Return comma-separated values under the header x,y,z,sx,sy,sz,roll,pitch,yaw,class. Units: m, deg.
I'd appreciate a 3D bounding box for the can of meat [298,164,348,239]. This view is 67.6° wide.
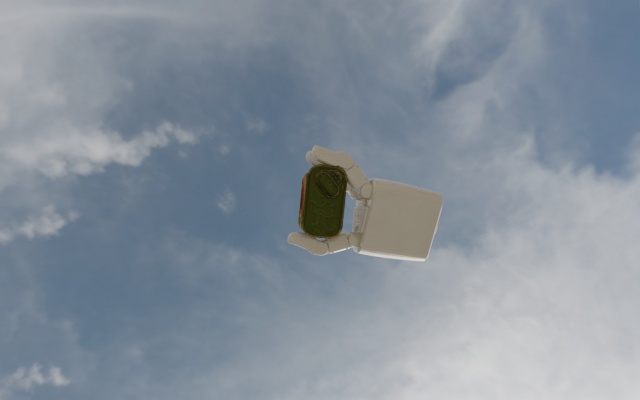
x,y,z,sx,sy,sz,roll,pitch,yaw,class
0.000,0.002,0.698,0.057,0.102,0.084,6,-2,-8,can of meat
